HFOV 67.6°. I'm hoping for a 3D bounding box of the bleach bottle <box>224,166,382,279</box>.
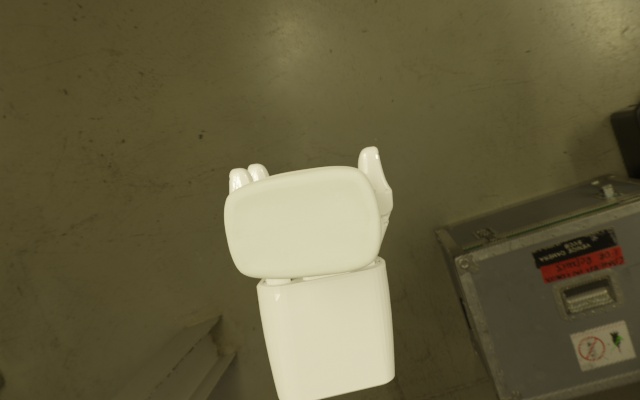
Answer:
[{"bbox_3d":[0.000,0.001,0.416,0.102,0.068,0.251,-8,6,7],"label":"bleach bottle"}]
